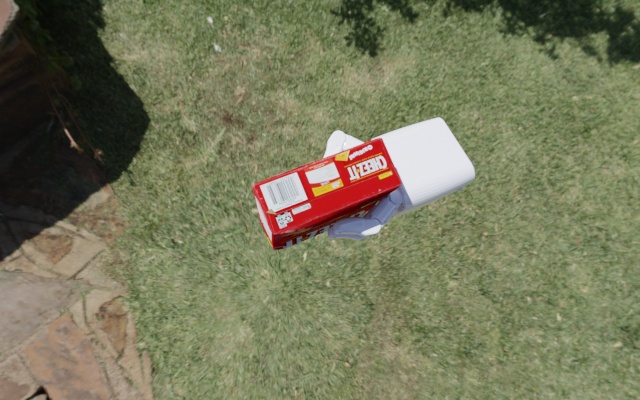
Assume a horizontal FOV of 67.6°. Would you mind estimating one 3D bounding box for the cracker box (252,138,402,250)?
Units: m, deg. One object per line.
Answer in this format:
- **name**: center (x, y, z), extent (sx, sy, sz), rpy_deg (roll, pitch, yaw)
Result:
- **cracker box**: center (0.000, 0.002, 0.644), extent (0.164, 0.072, 0.214), rpy_deg (-21, -8, -9)
